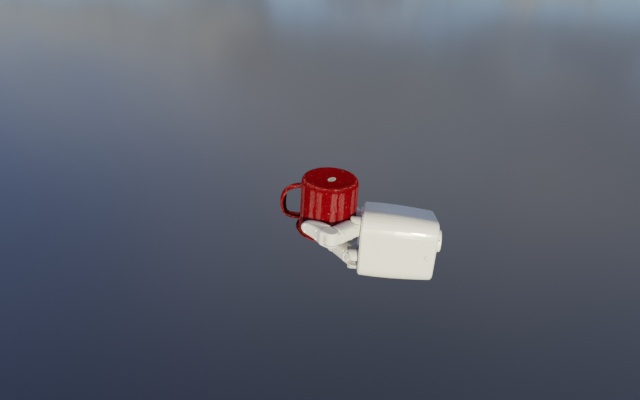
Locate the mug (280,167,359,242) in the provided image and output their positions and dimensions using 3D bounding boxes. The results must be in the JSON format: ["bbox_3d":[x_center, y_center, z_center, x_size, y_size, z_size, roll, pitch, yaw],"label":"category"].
[{"bbox_3d":[-0.001,0.002,0.691,0.117,0.081,0.093,5,28,4],"label":"mug"}]
